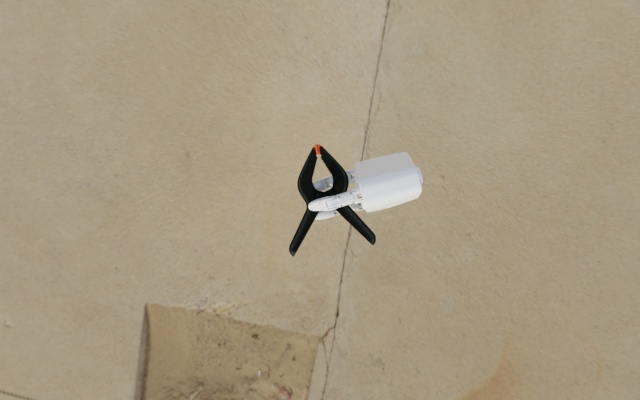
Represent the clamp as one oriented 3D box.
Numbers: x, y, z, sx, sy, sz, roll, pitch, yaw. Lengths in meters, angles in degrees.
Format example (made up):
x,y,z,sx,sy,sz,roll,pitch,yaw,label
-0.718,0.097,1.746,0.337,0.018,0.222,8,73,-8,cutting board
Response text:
x,y,z,sx,sy,sz,roll,pitch,yaw,label
0.000,0.002,0.889,0.164,0.210,0.036,-15,8,2,clamp
